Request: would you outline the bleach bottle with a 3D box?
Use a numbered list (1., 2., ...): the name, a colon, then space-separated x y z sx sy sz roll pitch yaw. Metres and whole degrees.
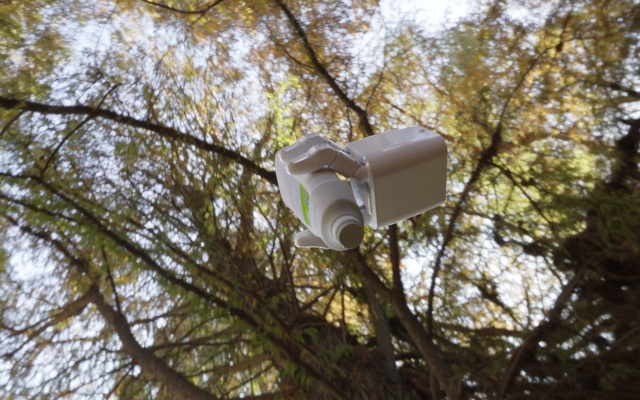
1. bleach bottle: 0.000 0.002 0.601 0.068 0.103 0.250 -17 23 -10
